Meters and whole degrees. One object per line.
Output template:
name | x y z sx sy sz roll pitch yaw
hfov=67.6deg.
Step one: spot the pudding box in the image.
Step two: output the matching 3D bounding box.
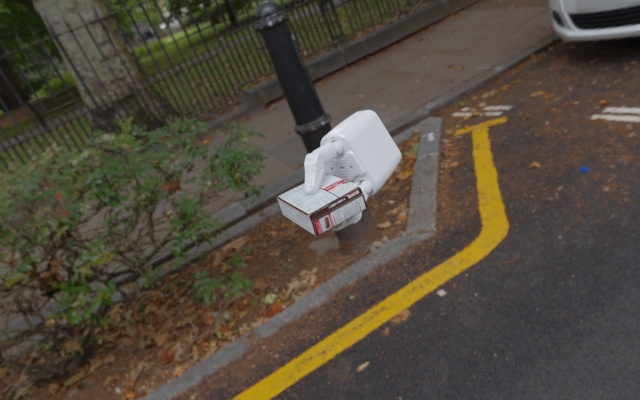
pudding box | 0.000 0.002 0.689 0.090 0.039 0.113 -29 24 -19
